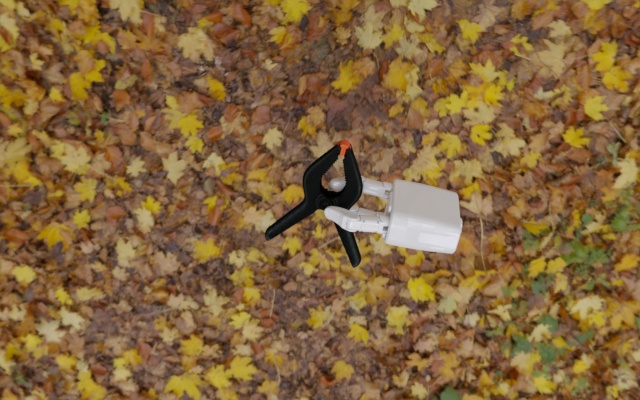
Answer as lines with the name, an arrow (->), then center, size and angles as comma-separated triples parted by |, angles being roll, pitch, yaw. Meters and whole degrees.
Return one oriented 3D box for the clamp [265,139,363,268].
clamp -> 0.000, 0.002, 0.754 | 0.164, 0.210, 0.036 | 11, 25, 2
